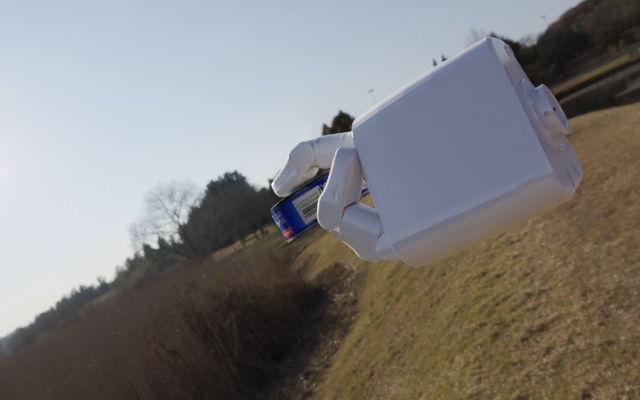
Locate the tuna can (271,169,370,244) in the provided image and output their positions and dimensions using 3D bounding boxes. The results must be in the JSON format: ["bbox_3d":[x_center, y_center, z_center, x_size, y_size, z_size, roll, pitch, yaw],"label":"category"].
[{"bbox_3d":[0.000,0.001,0.415,0.086,0.034,0.086,-32,-3,-2],"label":"tuna can"}]
